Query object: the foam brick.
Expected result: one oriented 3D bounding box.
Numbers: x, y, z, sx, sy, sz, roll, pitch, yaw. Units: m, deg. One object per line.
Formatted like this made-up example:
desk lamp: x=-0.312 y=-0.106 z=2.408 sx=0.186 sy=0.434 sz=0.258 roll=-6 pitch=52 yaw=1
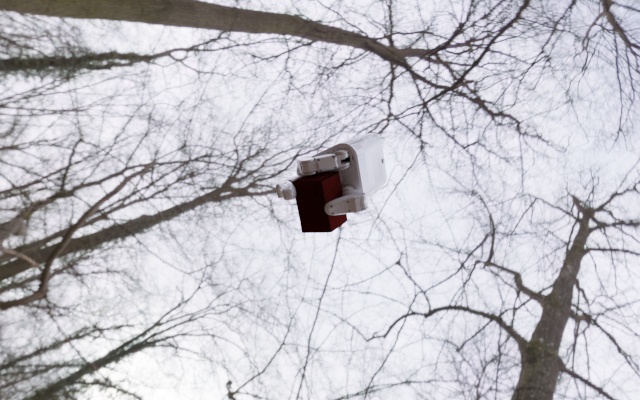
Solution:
foam brick: x=0.000 y=0.003 z=0.687 sx=0.053 sy=0.078 sz=0.051 roll=-1 pitch=17 yaw=32
